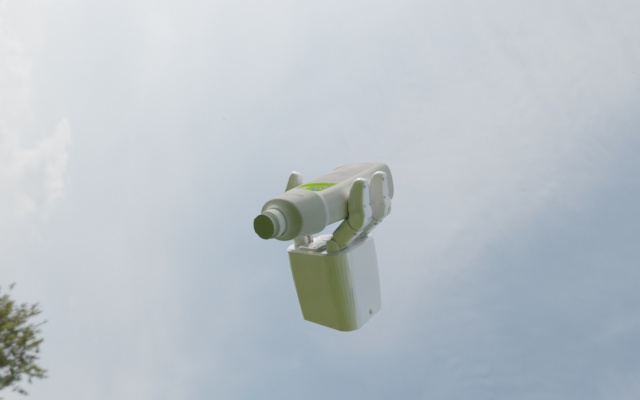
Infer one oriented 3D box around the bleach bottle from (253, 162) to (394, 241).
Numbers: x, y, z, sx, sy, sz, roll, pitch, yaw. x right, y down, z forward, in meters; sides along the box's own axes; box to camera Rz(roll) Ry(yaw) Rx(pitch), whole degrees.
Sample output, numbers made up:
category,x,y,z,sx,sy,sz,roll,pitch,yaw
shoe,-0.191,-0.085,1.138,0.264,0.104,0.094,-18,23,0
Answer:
category,x,y,z,sx,sy,sz,roll,pitch,yaw
bleach bottle,0.000,0.002,0.609,0.102,0.068,0.251,-6,9,34
